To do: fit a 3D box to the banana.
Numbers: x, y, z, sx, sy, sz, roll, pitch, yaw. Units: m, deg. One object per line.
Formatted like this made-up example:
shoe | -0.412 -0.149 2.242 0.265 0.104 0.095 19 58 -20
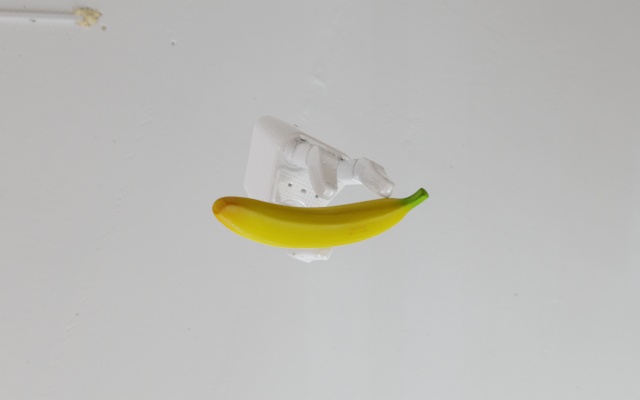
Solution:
banana | -0.002 0.015 0.423 0.198 0.070 0.037 -5 46 -26
